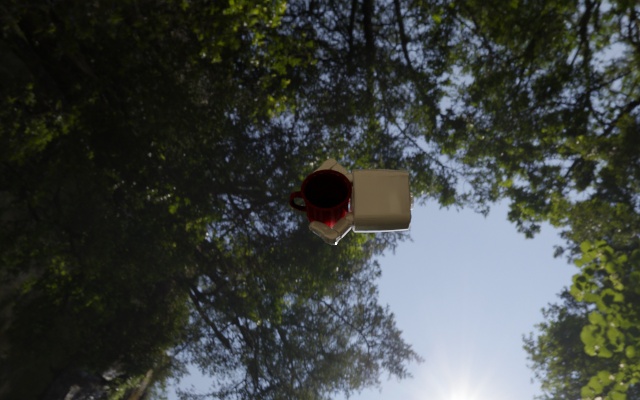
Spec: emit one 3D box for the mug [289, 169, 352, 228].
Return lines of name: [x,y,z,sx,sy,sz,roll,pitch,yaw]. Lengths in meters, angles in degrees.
mug: [-0.001,0.003,0.896,0.117,0.093,0.082,-2,-35,1]
